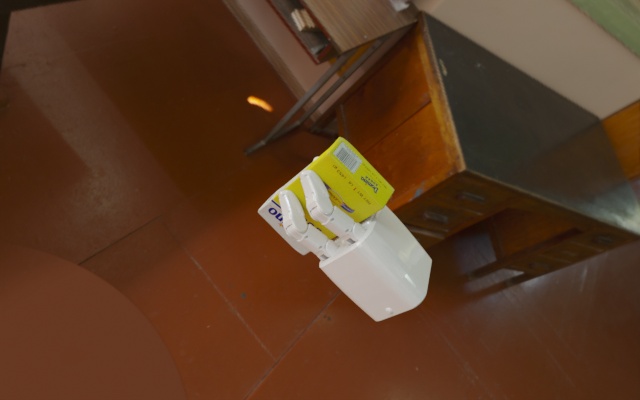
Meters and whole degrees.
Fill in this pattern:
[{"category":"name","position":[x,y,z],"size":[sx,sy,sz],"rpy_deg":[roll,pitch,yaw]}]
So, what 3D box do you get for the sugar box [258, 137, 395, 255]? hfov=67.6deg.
[{"category":"sugar box","position":[0.000,0.002,0.613],"size":[0.176,0.093,0.048],"rpy_deg":[-37,10,45]}]
